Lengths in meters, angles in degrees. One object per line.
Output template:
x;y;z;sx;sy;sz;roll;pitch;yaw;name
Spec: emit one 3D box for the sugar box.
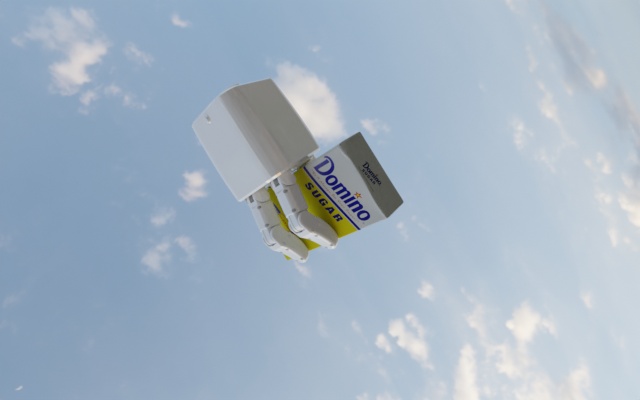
0.000;0.002;0.552;0.176;0.093;0.048;-29;6;47;sugar box
